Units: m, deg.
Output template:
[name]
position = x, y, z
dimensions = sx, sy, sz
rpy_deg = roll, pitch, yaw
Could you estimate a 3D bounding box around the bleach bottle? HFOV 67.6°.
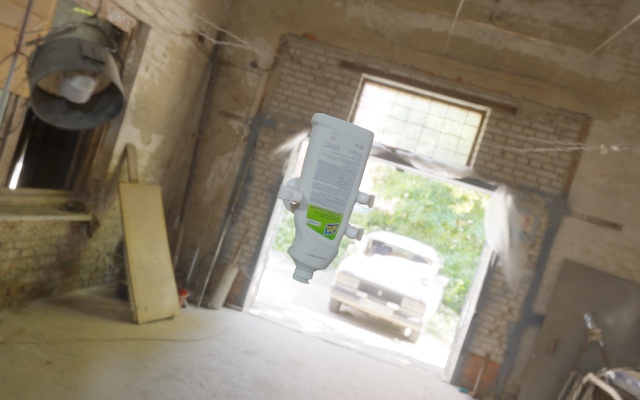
[bleach bottle]
position = 0.000, 0.002, 0.731
dimensions = 0.102, 0.251, 0.068
rpy_deg = 18, 2, -5
